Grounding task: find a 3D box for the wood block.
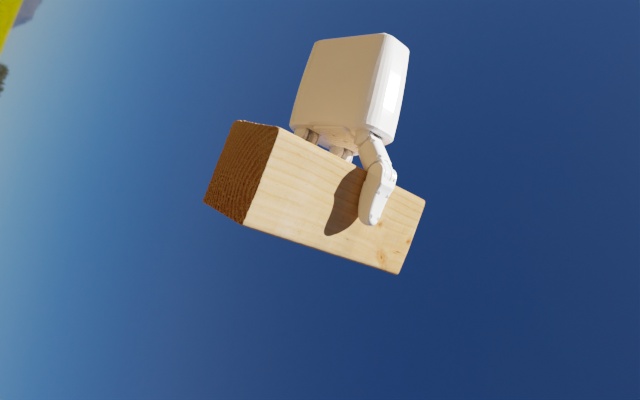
[{"bbox_3d":[0.000,0.001,0.493,0.206,0.090,0.091,22,-1,-38],"label":"wood block"}]
